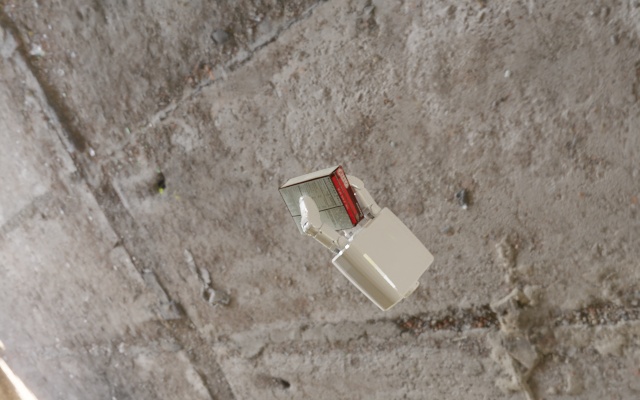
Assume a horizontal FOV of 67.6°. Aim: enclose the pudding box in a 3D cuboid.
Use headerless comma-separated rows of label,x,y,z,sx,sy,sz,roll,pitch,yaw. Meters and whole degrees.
pudding box,0.000,0.002,0.723,0.113,0.090,0.039,-13,19,39
